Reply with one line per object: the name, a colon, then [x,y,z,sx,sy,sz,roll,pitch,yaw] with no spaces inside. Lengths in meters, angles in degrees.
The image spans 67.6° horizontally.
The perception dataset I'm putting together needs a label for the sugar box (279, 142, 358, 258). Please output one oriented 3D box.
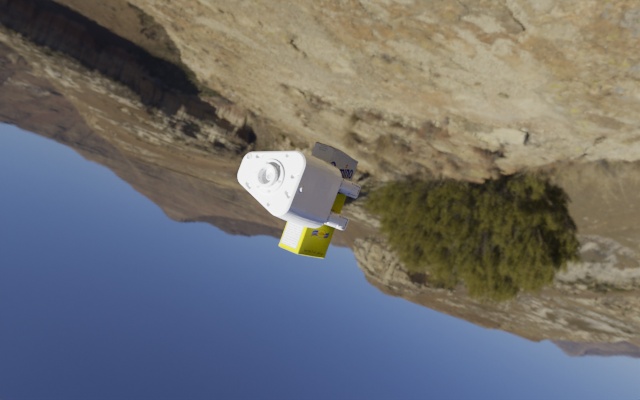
sugar box: [0.000,0.003,0.778,0.048,0.176,0.093,22,1,30]
